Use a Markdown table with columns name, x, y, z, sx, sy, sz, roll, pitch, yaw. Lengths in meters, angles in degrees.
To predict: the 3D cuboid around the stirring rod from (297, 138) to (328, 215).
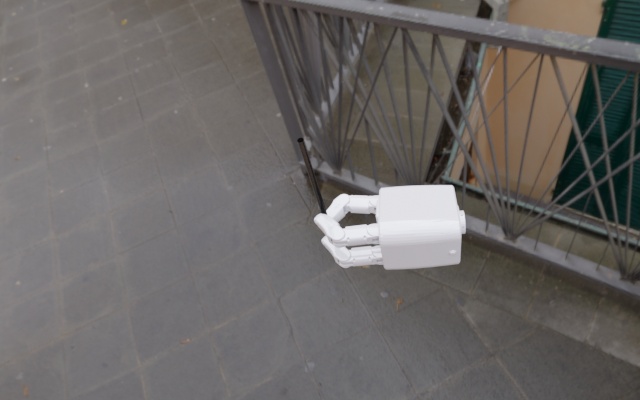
| name | x | y | z | sx | sy | sz | roll | pitch | yaw |
| --- | --- | --- | --- | --- | --- | --- | --- | --- | --- |
| stirring rod | 0.000 | 0.002 | 0.657 | 0.011 | 0.011 | 0.240 | 0 | -38 | 14 |
